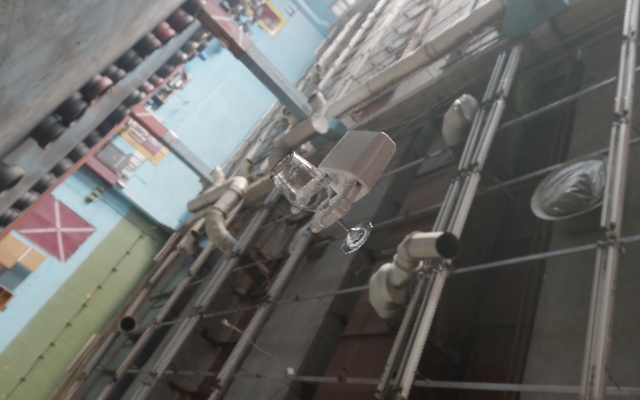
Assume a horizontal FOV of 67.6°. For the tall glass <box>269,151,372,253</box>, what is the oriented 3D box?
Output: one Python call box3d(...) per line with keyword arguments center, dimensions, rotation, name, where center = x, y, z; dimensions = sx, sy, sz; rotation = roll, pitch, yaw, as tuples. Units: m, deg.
box3d(center=(0.001, 0.003, 0.851), dimensions=(0.201, 0.079, 0.079), rotation=(44, -18, -19), name="tall glass")
